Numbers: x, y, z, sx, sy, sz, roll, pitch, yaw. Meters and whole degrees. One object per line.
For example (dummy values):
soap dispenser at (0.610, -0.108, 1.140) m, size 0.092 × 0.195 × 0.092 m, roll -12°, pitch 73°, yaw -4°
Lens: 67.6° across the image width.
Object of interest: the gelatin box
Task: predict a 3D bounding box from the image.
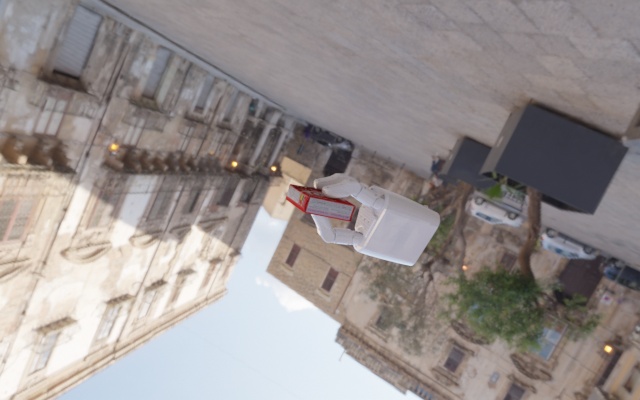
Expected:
gelatin box at (0.000, 0.003, 0.757) m, size 0.089 × 0.030 × 0.073 m, roll 11°, pitch 12°, yaw -30°
